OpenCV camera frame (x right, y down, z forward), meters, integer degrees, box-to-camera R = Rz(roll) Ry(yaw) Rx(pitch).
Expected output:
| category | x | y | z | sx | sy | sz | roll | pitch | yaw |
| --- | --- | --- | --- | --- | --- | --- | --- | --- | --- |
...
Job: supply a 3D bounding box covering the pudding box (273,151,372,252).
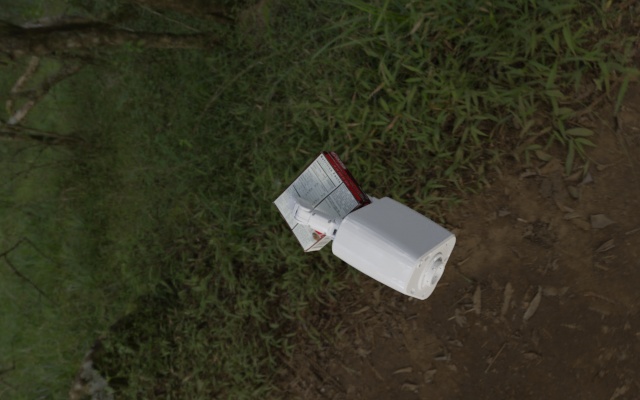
| category | x | y | z | sx | sy | sz | roll | pitch | yaw |
| --- | --- | --- | --- | --- | --- | --- | --- | --- | --- |
| pudding box | 0.000 | 0.002 | 0.640 | 0.113 | 0.090 | 0.039 | -43 | -19 | 27 |
